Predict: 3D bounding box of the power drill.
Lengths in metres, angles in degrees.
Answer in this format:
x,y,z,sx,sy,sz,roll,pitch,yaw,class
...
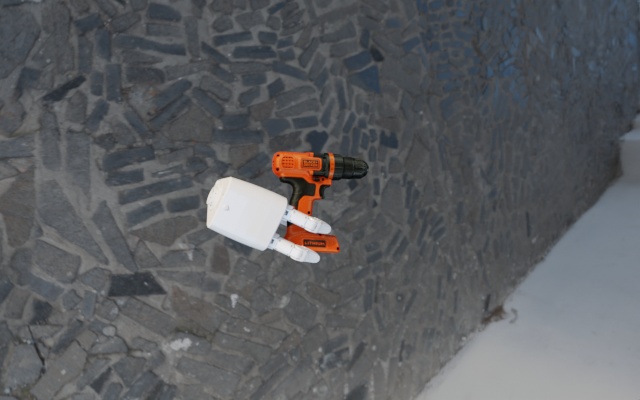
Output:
x,y,z,sx,sy,sz,roll,pitch,yaw,class
0.000,0.003,0.891,0.184,0.187,0.057,3,-8,-12,power drill
